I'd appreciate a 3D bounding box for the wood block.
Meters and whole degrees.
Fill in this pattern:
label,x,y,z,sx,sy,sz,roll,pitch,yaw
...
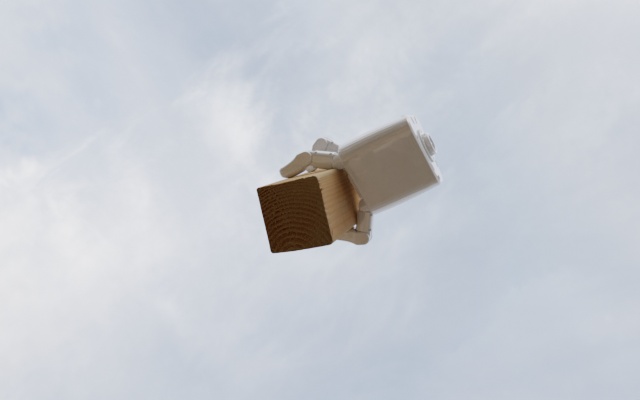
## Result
label,x,y,z,sx,sy,sz,roll,pitch,yaw
wood block,0.001,0.002,0.695,0.090,0.091,0.206,-11,6,22
